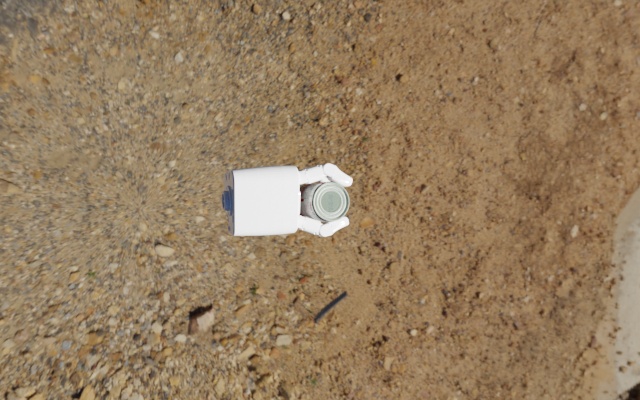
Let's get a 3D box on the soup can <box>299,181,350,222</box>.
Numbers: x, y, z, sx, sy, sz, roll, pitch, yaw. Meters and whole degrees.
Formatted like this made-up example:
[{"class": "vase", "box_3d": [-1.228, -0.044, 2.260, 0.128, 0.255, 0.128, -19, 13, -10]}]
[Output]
[{"class": "soup can", "box_3d": [0.001, 0.003, 0.826, 0.068, 0.068, 0.102, 0, -1, -21]}]
